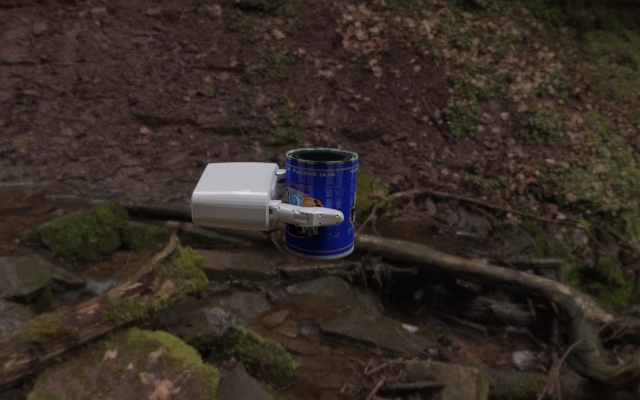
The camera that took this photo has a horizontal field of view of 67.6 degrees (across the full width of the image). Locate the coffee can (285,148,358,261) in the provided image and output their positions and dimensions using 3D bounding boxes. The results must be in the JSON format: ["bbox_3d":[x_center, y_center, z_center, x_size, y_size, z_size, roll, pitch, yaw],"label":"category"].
[{"bbox_3d":[0.000,0.002,0.689,0.103,0.140,0.102,2,17,0],"label":"coffee can"}]
